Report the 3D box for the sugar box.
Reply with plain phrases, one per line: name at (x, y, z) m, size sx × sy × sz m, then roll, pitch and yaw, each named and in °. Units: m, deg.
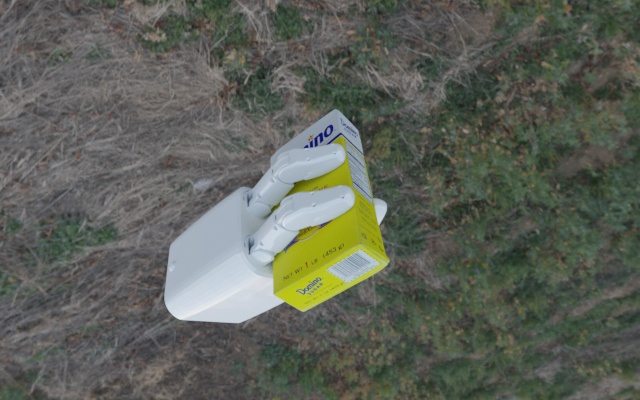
sugar box at (0.000, 0.001, 0.438) m, size 0.093 × 0.176 × 0.048 m, roll -33°, pitch -48°, yaw 23°
